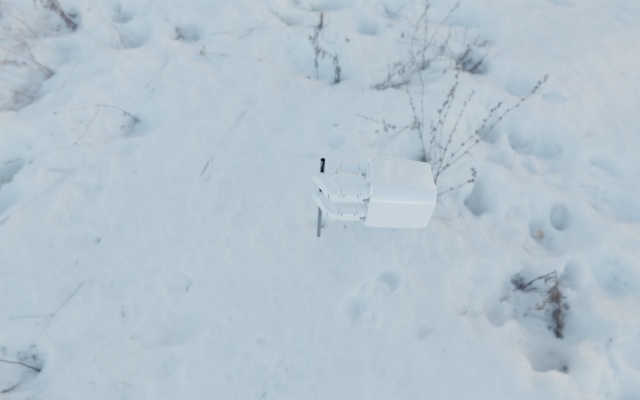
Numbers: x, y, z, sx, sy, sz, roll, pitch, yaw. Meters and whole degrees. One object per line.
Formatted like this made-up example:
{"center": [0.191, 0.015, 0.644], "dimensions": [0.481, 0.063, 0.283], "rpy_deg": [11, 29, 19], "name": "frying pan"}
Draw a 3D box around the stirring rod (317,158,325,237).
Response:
{"center": [0.000, 0.003, 0.857], "dimensions": [0.011, 0.011, 0.240], "rpy_deg": [0, -34, -2], "name": "stirring rod"}
